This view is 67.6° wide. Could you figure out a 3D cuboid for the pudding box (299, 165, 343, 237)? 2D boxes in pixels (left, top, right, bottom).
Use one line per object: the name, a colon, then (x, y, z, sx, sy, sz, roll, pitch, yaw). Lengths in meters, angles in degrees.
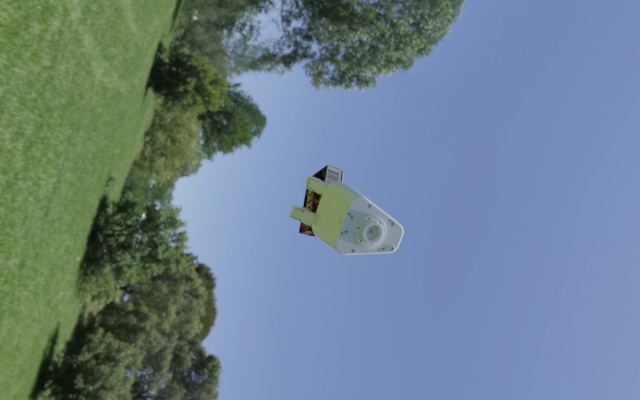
pudding box: (0.000, 0.003, 0.872, 0.039, 0.113, 0.090, 19, -22, -21)
